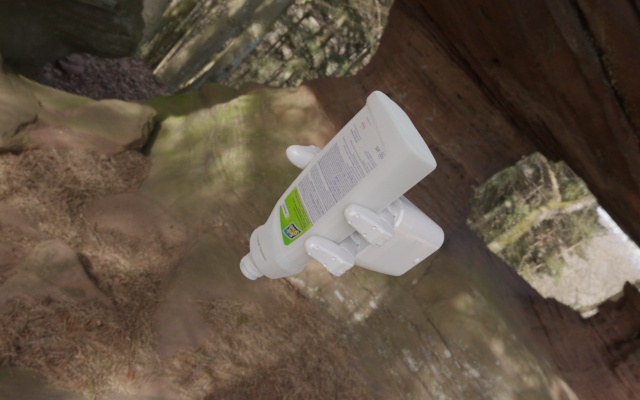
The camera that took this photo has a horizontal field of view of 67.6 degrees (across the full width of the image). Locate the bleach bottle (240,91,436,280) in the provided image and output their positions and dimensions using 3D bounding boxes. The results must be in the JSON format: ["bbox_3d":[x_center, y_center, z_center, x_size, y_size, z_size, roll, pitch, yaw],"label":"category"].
[{"bbox_3d":[0.000,0.002,0.526,0.251,0.102,0.068,-40,-42,23],"label":"bleach bottle"}]
